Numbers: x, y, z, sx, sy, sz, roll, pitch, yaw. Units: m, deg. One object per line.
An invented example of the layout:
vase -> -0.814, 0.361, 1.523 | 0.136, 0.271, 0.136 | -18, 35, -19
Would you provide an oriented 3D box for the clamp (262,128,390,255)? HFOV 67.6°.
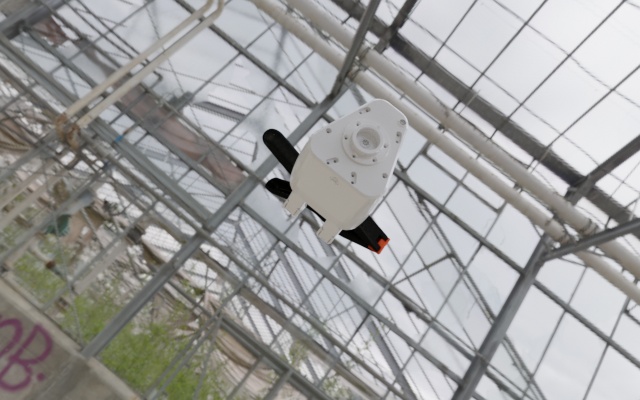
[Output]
clamp -> 0.001, 0.002, 0.656 | 0.210, 0.036, 0.164 | 39, -19, 3
